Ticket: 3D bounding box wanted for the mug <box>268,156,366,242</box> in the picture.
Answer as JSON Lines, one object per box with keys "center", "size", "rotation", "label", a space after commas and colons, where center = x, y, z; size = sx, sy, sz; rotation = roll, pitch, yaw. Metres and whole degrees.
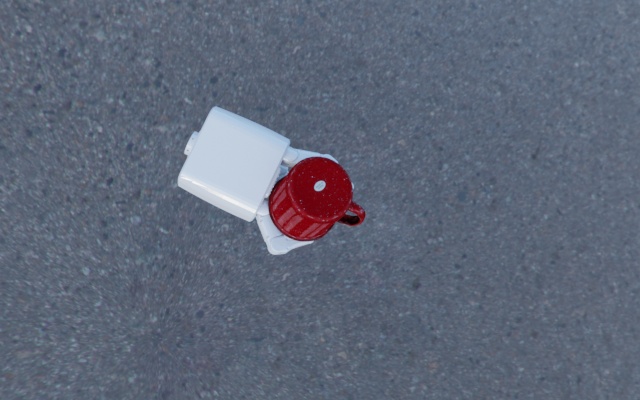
{"center": [0.001, 0.003, 0.581], "size": [0.117, 0.093, 0.081], "rotation": [25, -22, -9], "label": "mug"}
